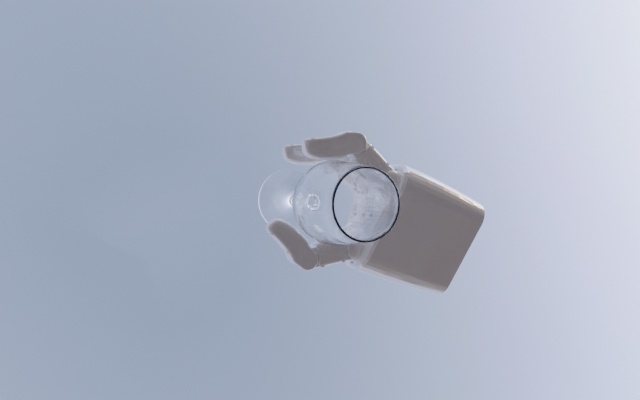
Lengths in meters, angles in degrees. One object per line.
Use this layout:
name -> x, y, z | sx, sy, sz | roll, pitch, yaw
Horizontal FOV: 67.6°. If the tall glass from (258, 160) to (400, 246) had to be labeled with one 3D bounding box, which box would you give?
tall glass -> 0.000, 0.002, 0.473 | 0.079, 0.079, 0.201 | 0, 1, -22
